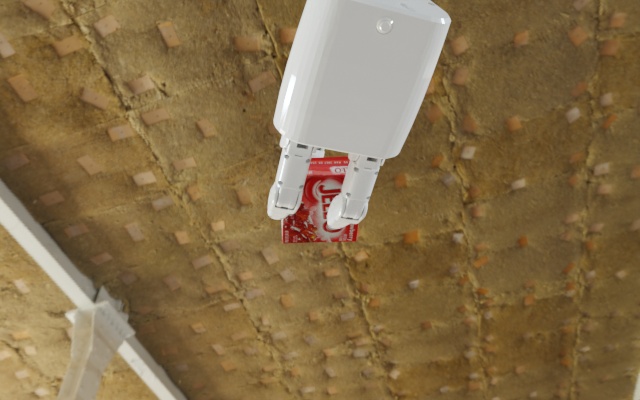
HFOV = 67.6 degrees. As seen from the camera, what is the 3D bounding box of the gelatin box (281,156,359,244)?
[{"bbox_3d":[0.000,0.001,0.443,0.073,0.089,0.030,-1,44,-5],"label":"gelatin box"}]
